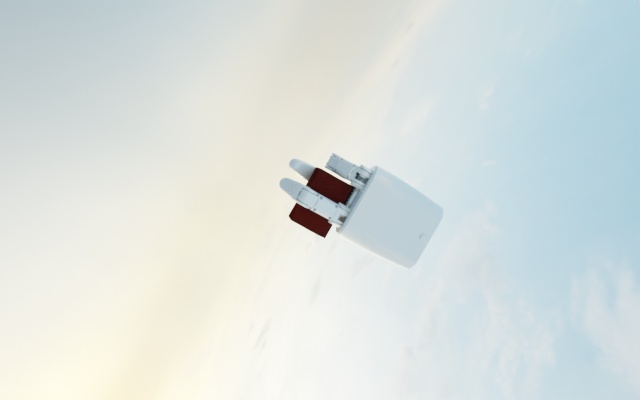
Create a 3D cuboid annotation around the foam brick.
[{"bbox_3d":[0.000,0.002,0.620,0.051,0.078,0.053,29,2,-9],"label":"foam brick"}]
